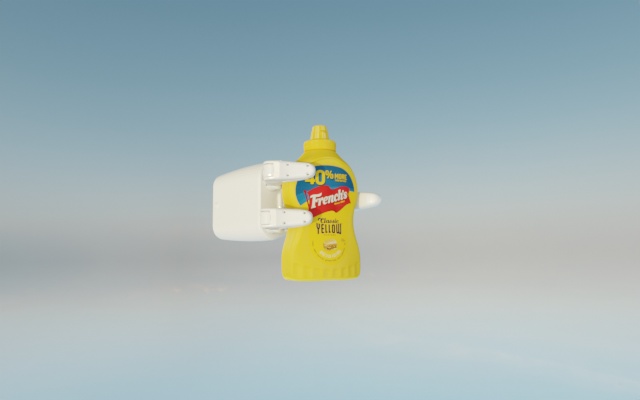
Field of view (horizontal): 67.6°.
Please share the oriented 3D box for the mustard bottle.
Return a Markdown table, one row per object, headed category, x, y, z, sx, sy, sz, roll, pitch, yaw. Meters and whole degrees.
| category | x | y | z | sx | sy | sz | roll | pitch | yaw |
| --- | --- | --- | --- | --- | --- | --- | --- | --- | --- |
| mustard bottle | 0.000 | 0.002 | 0.592 | 0.096 | 0.191 | 0.058 | 2 | -7 | -23 |
